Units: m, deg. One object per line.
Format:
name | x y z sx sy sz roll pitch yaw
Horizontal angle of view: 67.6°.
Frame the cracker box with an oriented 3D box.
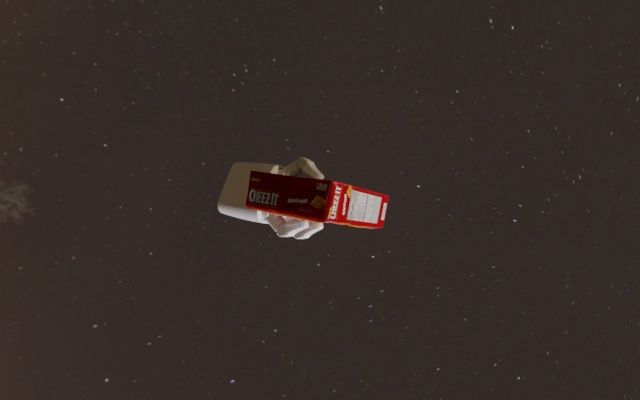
cracker box | 0.000 0.003 0.839 0.164 0.072 0.214 9 -1 31
